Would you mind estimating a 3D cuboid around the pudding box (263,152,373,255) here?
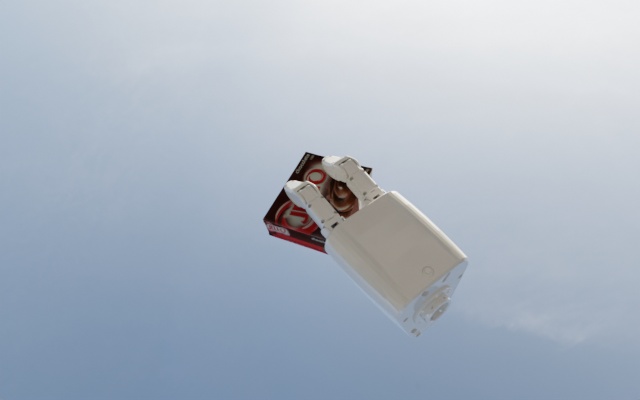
[{"bbox_3d":[0.000,0.002,0.555,0.090,0.113,0.039,16,-35,21],"label":"pudding box"}]
